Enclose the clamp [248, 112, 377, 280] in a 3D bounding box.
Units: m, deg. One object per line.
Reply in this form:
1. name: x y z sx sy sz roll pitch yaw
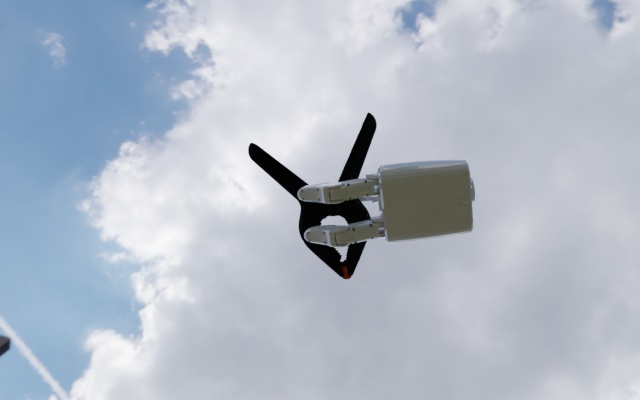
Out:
1. clamp: 0.001 0.002 0.615 0.164 0.210 0.036 -6 15 10
